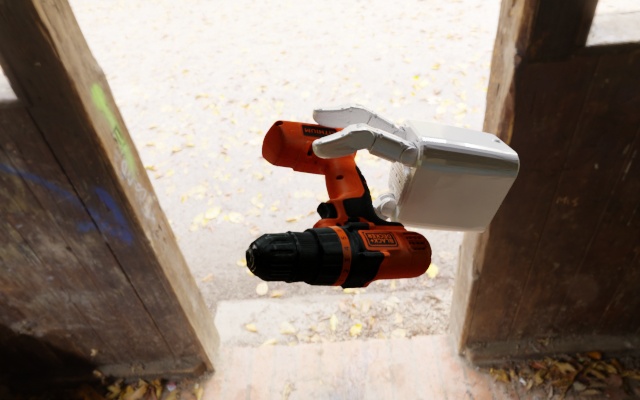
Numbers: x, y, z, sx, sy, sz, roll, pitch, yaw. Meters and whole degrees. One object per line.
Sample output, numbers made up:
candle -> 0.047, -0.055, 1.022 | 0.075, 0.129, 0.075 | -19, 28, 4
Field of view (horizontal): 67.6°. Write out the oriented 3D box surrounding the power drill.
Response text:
power drill -> 0.000, 0.001, 0.468 | 0.184, 0.187, 0.057 | 4, -44, -31
